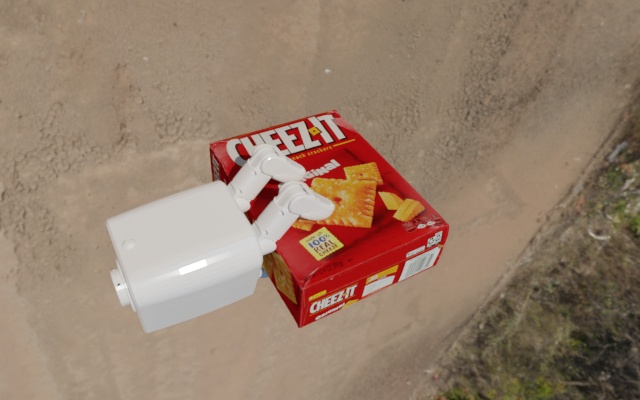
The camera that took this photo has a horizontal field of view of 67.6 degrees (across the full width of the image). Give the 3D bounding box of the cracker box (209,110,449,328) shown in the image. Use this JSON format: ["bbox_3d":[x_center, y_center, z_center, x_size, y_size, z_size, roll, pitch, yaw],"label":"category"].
[{"bbox_3d":[0.000,0.002,0.495,0.164,0.072,0.213,-19,50,-24],"label":"cracker box"}]
